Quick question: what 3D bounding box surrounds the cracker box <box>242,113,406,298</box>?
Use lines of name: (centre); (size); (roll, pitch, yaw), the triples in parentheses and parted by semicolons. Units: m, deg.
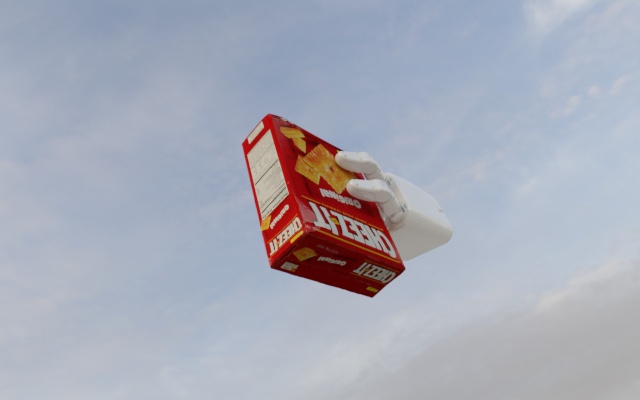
cracker box: (0.000, 0.002, 0.602); (0.164, 0.213, 0.072); (23, -57, -37)
